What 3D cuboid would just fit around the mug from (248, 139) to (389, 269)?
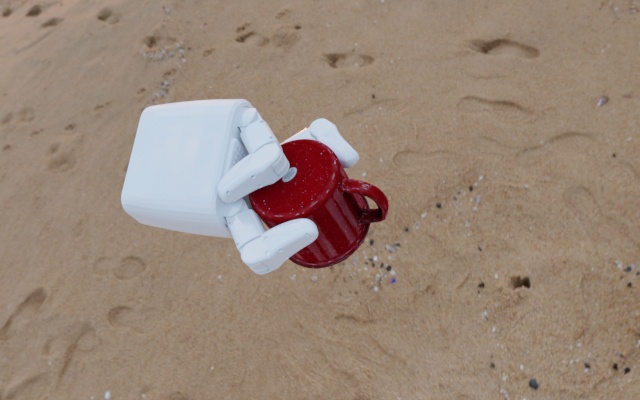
[{"bbox_3d":[0.001,0.001,0.412,0.117,0.093,0.081,3,-30,24],"label":"mug"}]
